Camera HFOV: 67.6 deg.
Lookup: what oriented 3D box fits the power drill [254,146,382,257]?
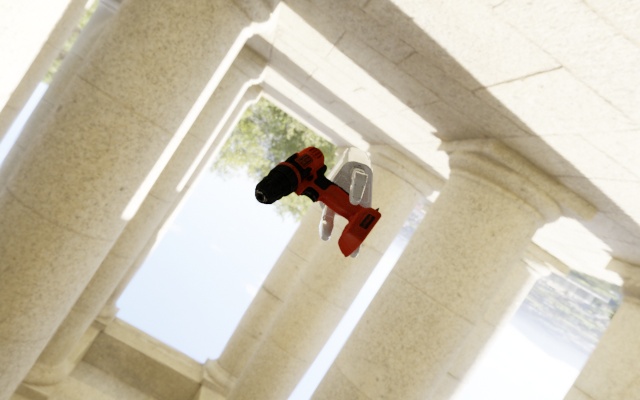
[{"bbox_3d":[0.001,0.003,0.785,0.057,0.187,0.184,-48,-3,40],"label":"power drill"}]
